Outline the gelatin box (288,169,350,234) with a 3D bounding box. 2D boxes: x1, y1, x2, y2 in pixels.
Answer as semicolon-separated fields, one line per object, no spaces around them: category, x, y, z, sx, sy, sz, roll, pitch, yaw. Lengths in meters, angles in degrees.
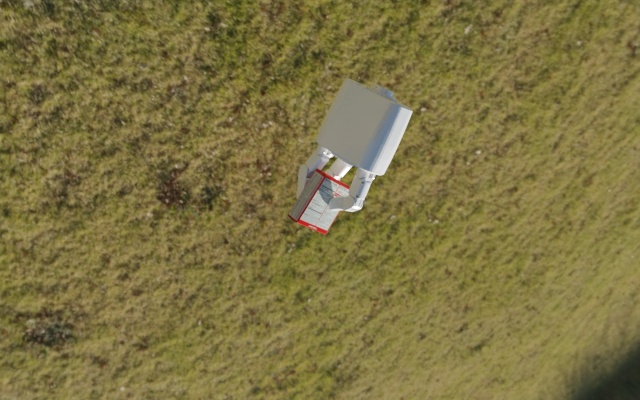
gelatin box;0.000;0.003;0.759;0.073;0.089;0.030;26;7;-47
